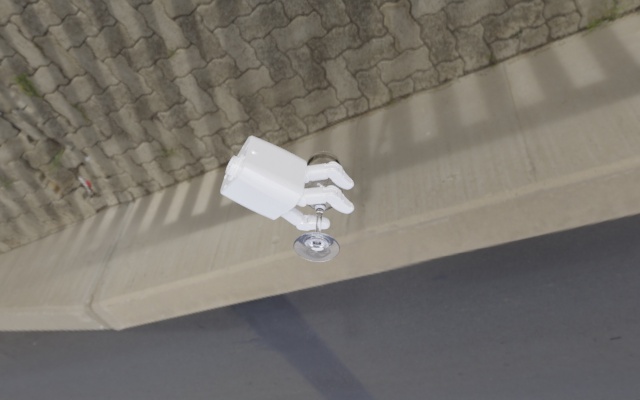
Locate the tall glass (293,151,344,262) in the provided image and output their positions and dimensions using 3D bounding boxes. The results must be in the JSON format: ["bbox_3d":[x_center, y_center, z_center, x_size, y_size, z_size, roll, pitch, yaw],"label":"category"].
[{"bbox_3d":[0.000,0.003,0.827,0.079,0.200,0.079,3,-43,3],"label":"tall glass"}]
